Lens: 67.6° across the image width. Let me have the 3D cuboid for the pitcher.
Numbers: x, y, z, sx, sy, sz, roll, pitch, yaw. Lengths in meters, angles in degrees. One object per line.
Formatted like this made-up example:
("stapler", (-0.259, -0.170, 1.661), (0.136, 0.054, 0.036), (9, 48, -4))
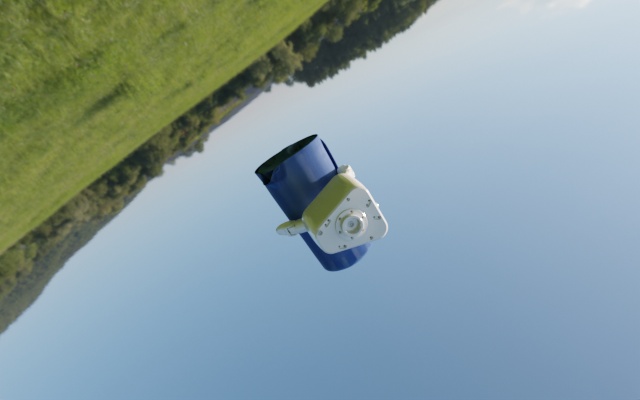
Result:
("pitcher", (0.000, 0.003, 0.897), (0.149, 0.243, 0.145), (-33, 16, -6))
